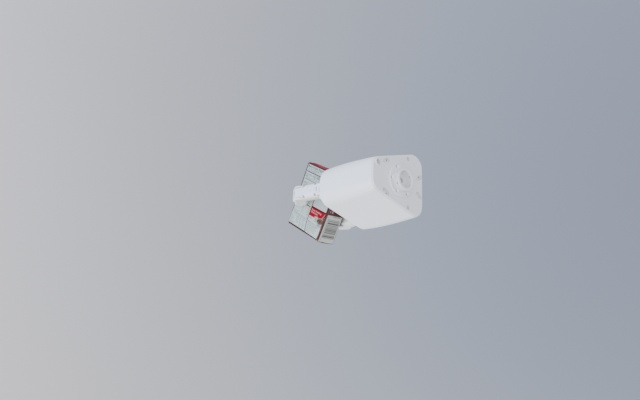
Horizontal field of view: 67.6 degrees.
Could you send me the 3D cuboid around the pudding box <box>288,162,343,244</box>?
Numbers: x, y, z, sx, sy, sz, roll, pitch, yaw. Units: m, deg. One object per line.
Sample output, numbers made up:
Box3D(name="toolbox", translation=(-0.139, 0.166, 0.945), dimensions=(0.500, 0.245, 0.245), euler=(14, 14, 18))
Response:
Box3D(name="pudding box", translation=(0.000, 0.003, 0.779), dimensions=(0.039, 0.113, 0.090), euler=(15, 9, -39))
